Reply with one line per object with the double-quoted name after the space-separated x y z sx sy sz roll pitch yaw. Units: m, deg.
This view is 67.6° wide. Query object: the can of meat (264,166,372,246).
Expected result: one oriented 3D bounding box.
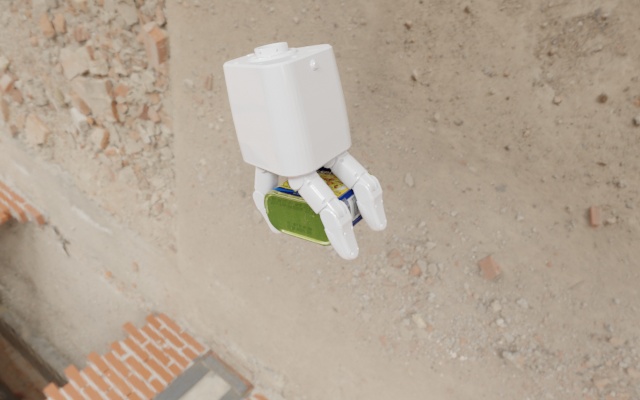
0.000 0.002 0.534 0.102 0.057 0.084 13 33 35 "can of meat"
